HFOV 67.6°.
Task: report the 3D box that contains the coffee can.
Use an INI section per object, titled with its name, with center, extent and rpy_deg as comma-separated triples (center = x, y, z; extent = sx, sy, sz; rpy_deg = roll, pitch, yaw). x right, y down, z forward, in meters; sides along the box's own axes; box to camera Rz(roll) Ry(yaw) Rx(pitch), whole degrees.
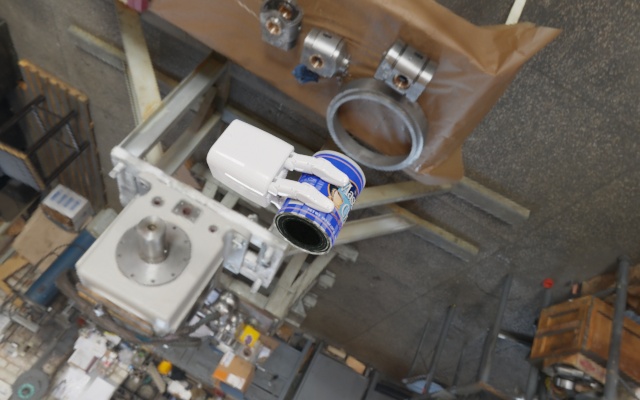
[coffee can]
center = 0.000, 0.003, 0.782
extent = 0.103, 0.140, 0.103
rpy_deg = 21, -34, 15
